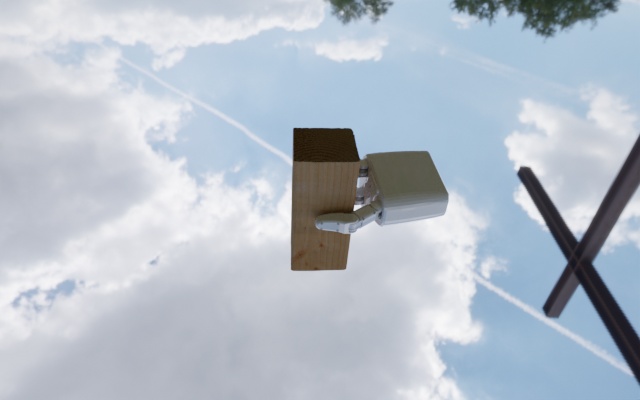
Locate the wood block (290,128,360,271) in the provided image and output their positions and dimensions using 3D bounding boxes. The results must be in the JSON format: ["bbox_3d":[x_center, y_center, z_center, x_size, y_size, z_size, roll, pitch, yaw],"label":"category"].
[{"bbox_3d":[0.001,0.003,0.720,0.090,0.206,0.090,0,38,-5],"label":"wood block"}]
